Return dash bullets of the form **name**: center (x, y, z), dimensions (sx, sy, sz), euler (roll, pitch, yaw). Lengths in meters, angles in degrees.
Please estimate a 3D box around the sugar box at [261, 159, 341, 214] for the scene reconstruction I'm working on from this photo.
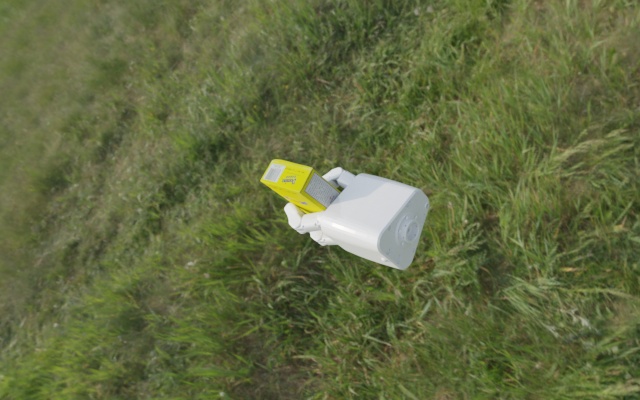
- **sugar box**: center (0.000, 0.003, 0.732), dimensions (0.093, 0.048, 0.176), euler (17, -17, 45)
